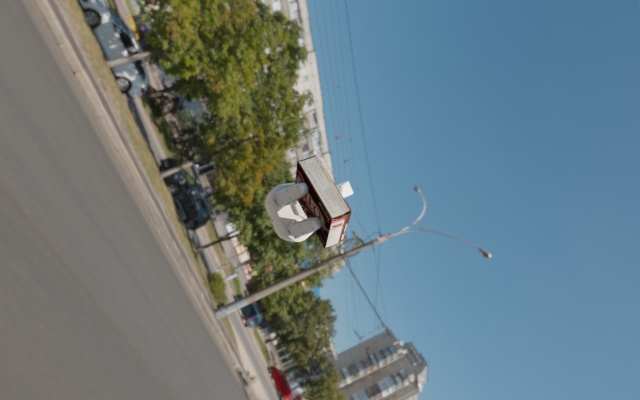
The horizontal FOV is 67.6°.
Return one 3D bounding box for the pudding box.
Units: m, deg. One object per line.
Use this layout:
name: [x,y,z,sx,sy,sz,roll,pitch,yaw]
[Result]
pudding box: [0.000,0.002,0.719,0.039,0.113,0.090,-24,-27,-19]
